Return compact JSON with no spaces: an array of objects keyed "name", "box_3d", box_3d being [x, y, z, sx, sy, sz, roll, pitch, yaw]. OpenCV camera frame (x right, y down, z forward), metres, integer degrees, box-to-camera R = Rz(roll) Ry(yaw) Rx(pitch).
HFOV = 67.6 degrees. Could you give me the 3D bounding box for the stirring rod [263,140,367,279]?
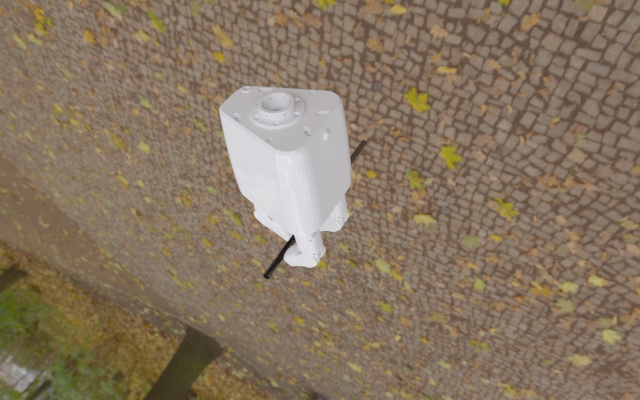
[{"name":"stirring rod","box_3d":[0.000,0.002,0.587,0.011,0.011,0.239,0,43,43]}]
